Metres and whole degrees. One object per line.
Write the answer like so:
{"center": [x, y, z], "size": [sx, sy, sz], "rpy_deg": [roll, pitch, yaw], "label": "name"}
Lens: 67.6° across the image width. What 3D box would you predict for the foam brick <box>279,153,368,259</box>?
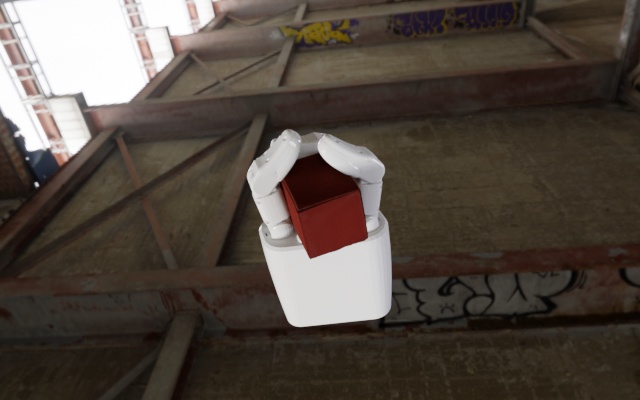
{"center": [0.000, 0.001, 0.401], "size": [0.053, 0.051, 0.078], "rpy_deg": [-18, 34, -9], "label": "foam brick"}
